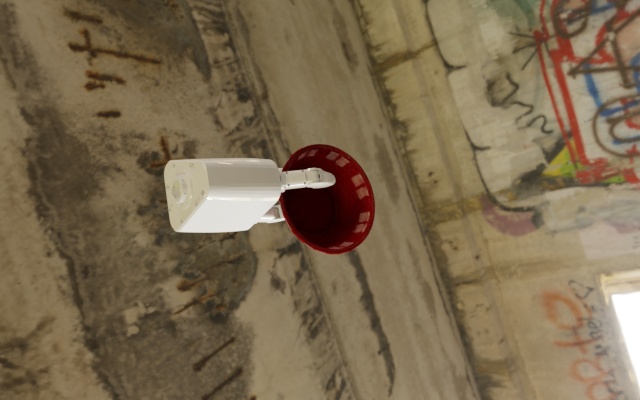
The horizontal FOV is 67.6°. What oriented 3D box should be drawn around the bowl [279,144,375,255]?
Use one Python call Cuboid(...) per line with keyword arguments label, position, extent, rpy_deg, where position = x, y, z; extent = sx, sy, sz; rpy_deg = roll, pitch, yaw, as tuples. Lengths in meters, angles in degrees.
Cuboid(label="bowl", position=(0.001, 0.003, 0.698), extent=(0.162, 0.162, 0.055), rpy_deg=(0, -14, -32))
